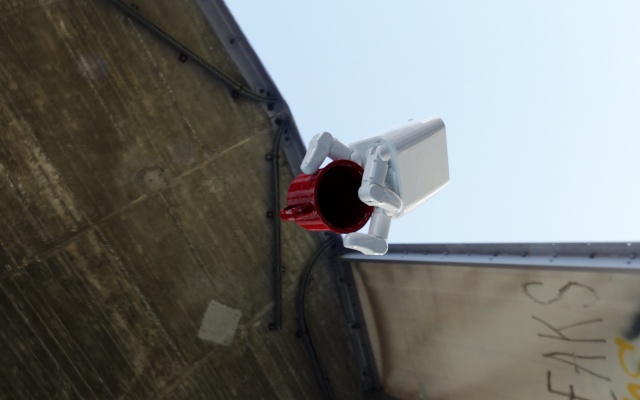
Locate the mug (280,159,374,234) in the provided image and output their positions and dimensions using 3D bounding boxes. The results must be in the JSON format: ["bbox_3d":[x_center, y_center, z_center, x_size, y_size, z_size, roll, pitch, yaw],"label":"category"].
[{"bbox_3d":[-0.001,0.003,0.612,0.117,0.093,0.081,-25,10,-32],"label":"mug"}]
